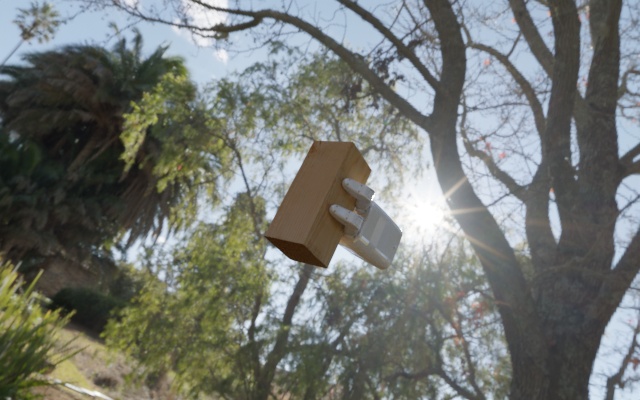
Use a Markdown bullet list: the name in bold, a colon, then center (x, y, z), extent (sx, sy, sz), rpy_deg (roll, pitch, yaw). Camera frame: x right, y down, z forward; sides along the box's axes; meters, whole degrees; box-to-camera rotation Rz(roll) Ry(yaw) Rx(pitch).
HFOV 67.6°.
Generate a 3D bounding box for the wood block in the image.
- **wood block**: center (0.000, 0.003, 0.845), extent (0.091, 0.206, 0.090), rpy_deg (7, -29, 38)
